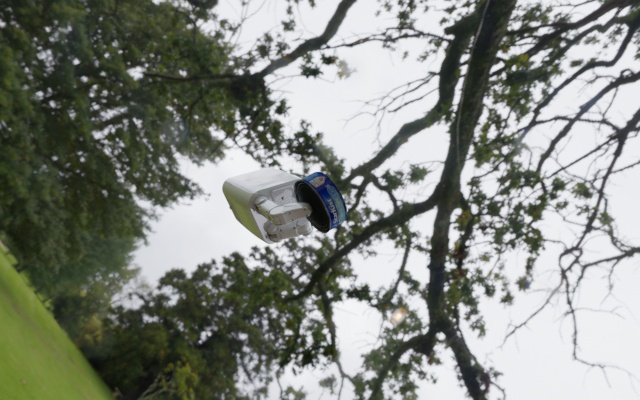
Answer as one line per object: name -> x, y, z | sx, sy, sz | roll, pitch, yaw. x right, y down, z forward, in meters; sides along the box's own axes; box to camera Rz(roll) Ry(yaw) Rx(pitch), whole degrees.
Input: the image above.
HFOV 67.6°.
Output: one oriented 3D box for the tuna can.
tuna can -> 0.001, 0.002, 0.686 | 0.033, 0.086, 0.086 | -31, 13, -22
